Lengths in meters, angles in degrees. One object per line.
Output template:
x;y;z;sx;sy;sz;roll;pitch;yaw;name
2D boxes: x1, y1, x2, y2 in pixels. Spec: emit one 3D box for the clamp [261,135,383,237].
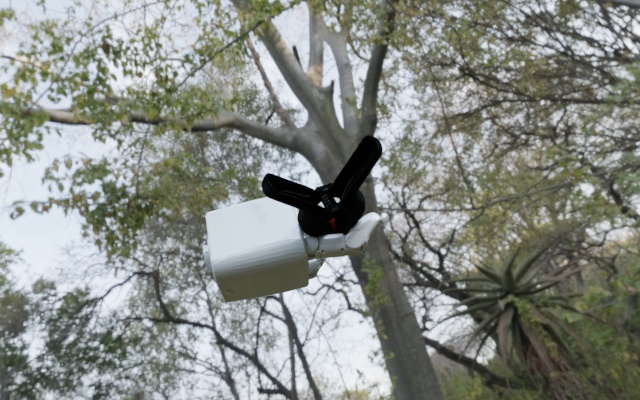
0.000;0.001;0.510;0.120;0.039;0.172;-12;-32;-9;clamp
